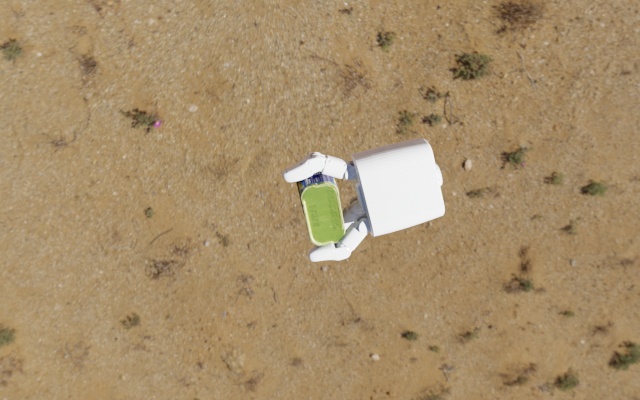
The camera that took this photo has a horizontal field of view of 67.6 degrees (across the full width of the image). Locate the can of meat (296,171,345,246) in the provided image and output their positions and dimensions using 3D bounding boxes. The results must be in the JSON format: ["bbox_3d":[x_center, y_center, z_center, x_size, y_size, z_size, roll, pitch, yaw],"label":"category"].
[{"bbox_3d":[0.000,0.002,0.682,0.057,0.102,0.084,-12,28,-1],"label":"can of meat"}]
